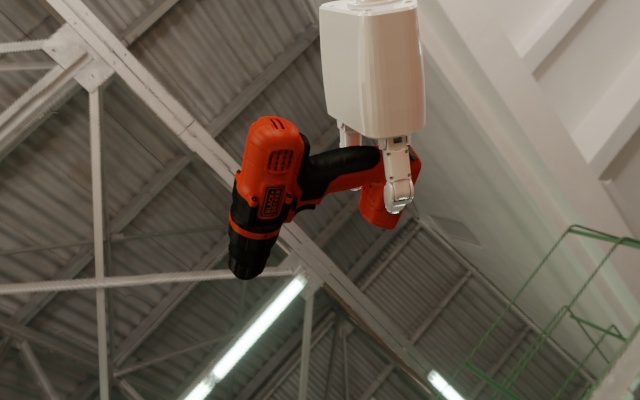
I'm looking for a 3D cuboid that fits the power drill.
[{"bbox_3d":[0.001,0.001,0.488,0.187,0.185,0.057,-7,43,-30],"label":"power drill"}]
